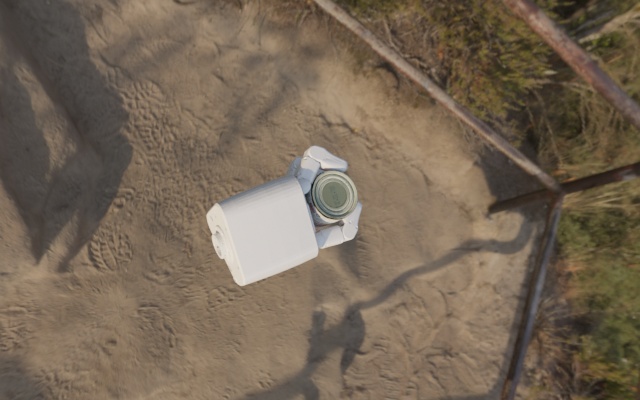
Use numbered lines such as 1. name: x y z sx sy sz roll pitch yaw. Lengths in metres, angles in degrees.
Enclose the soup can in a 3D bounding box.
1. soup can: 0.001 0.002 0.658 0.068 0.068 0.102 0 -12 -23
